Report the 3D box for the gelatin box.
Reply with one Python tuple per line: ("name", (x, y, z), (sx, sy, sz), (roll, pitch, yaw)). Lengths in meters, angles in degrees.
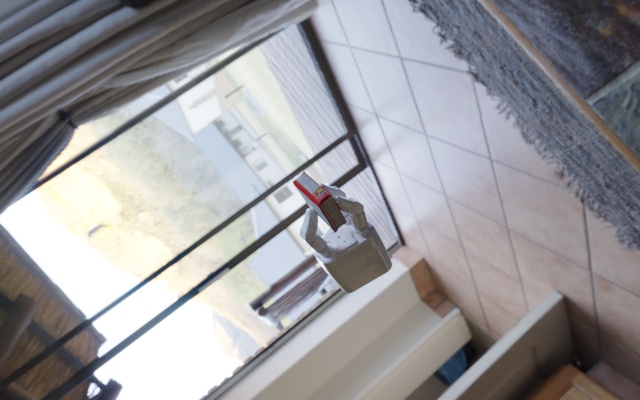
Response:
("gelatin box", (0.000, 0.003, 0.779), (0.073, 0.030, 0.089), (42, -9, 38))
